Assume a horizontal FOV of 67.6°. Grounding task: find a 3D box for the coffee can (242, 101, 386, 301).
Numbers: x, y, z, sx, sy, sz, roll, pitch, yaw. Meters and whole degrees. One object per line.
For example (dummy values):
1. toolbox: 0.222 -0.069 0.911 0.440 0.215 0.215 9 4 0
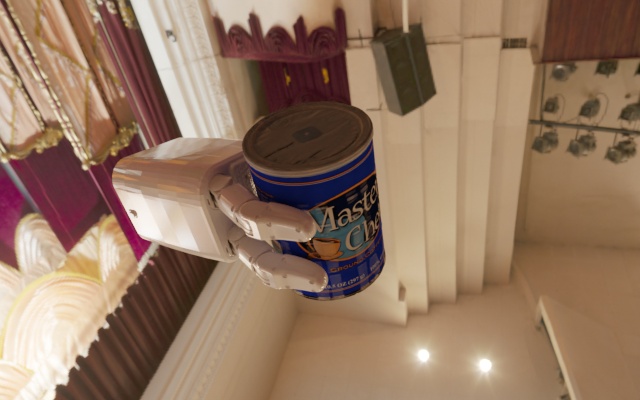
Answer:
1. coffee can: 0.000 0.001 0.411 0.103 0.140 0.102 -7 38 6
